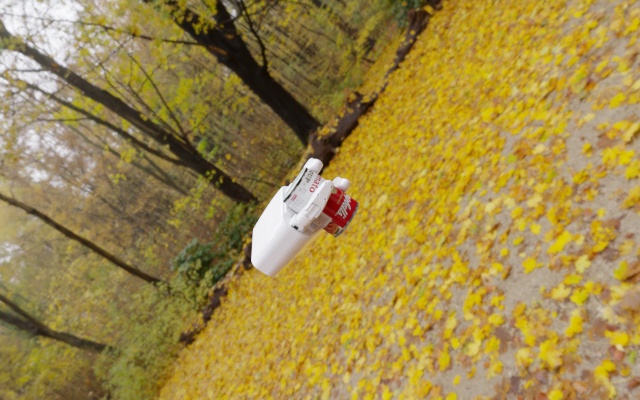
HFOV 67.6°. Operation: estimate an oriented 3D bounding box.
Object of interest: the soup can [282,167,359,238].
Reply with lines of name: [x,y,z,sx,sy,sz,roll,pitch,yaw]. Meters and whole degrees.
soup can: [0.000,0.002,0.750,0.102,0.068,0.068,34,-6,-9]
